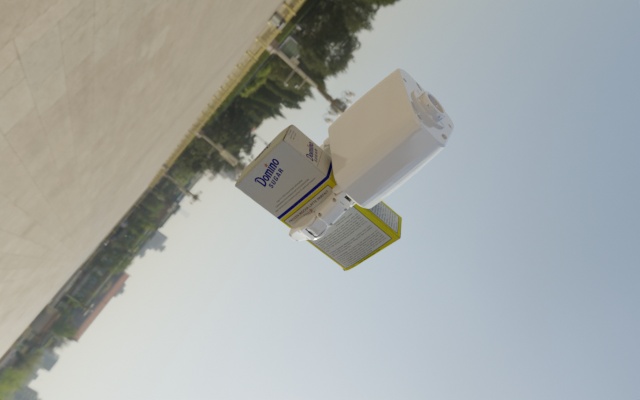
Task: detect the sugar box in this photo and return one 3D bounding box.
[{"bbox_3d":[0.000,0.001,0.551,0.093,0.176,0.048,-38,20,33],"label":"sugar box"}]
